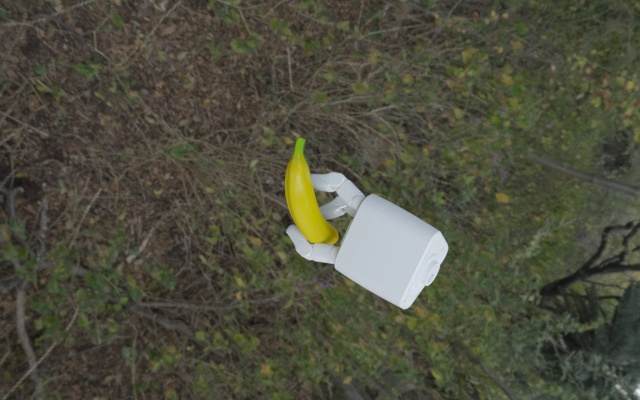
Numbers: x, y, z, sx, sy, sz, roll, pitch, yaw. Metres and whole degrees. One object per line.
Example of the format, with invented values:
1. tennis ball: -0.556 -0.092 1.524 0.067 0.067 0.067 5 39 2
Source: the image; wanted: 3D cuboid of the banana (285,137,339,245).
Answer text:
1. banana: -0.010 0.013 0.643 0.037 0.069 0.198 18 -36 30
